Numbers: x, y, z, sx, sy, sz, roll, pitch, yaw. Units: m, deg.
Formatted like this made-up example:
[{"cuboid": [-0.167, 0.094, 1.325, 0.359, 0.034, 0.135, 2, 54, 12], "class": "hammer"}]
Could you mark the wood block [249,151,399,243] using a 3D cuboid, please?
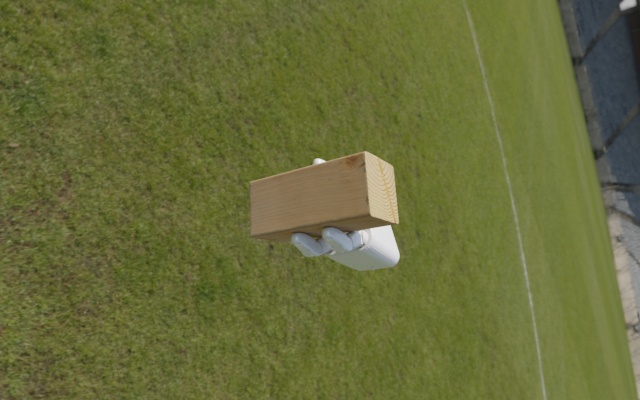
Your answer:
[{"cuboid": [0.000, 0.002, 0.711, 0.206, 0.090, 0.090, -12, -17, 32], "class": "wood block"}]
